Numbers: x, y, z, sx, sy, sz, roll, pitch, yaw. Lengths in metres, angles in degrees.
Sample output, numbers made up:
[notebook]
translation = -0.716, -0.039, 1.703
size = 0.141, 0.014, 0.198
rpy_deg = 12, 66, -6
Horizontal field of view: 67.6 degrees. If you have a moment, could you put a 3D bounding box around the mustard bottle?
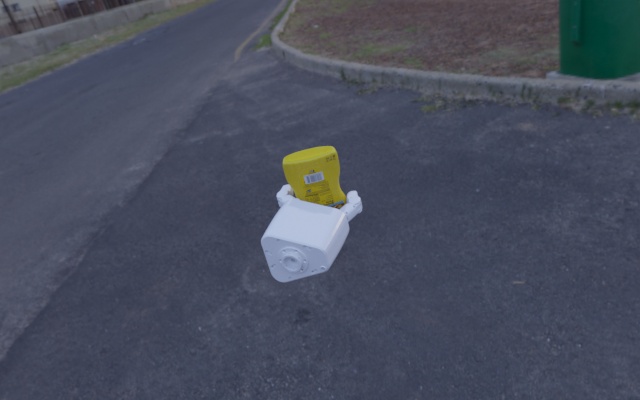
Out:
[mustard bottle]
translation = 0.000, 0.002, 0.859
size = 0.096, 0.192, 0.058
rpy_deg = -14, 27, 1
